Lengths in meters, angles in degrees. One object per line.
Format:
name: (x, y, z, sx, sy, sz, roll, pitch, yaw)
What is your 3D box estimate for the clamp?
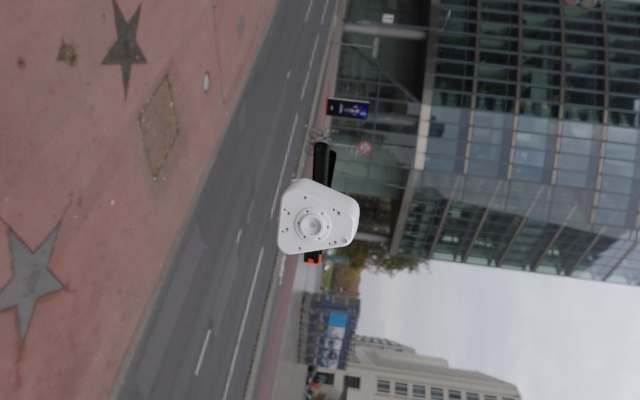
clamp: (0.001, 0.003, 0.821, 0.036, 0.210, 0.164, 8, 9, 7)
